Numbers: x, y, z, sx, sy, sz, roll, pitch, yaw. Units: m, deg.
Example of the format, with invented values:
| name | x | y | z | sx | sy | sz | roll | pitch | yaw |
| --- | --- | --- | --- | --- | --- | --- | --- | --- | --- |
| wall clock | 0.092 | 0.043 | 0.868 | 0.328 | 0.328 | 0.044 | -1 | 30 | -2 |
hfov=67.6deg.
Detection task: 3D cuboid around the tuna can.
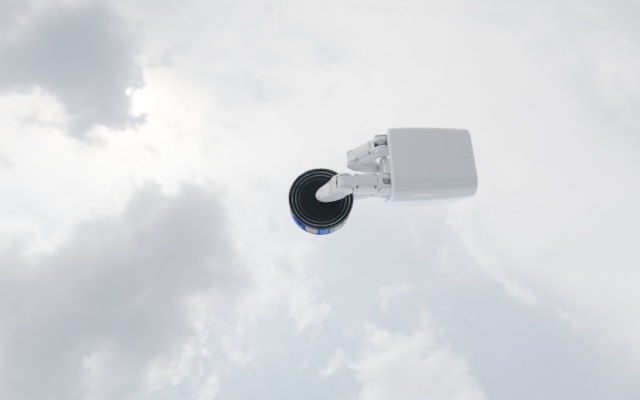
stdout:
| name | x | y | z | sx | sy | sz | roll | pitch | yaw |
| --- | --- | --- | --- | --- | --- | --- | --- | --- | --- |
| tuna can | 0.000 | 0.002 | 0.637 | 0.086 | 0.086 | 0.034 | 0 | -20 | -2 |
